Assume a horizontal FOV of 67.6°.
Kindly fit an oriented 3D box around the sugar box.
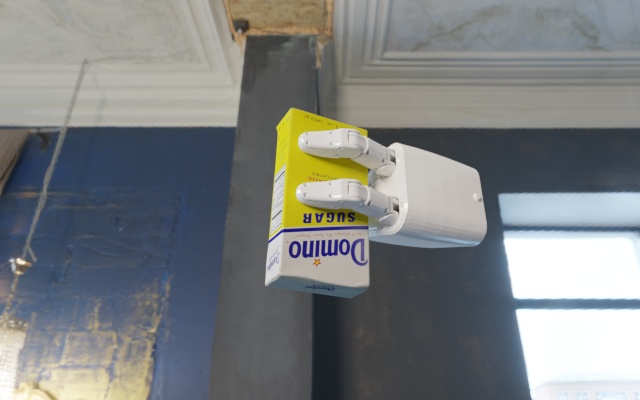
[{"bbox_3d":[0.000,0.001,0.474,0.093,0.176,0.048,12,-29,-22],"label":"sugar box"}]
